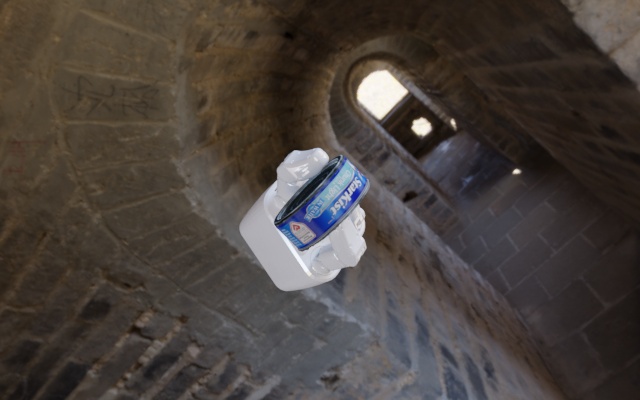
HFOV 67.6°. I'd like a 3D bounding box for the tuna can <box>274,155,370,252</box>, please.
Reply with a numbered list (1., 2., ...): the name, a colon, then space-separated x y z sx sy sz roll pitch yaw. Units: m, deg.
1. tuna can: 0.000 0.001 0.409 0.034 0.086 0.086 45 -9 -9
